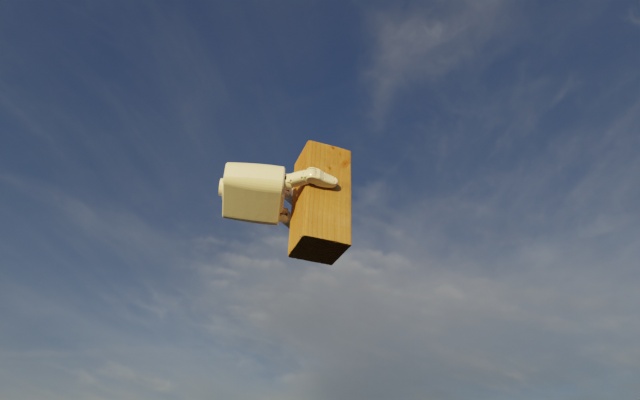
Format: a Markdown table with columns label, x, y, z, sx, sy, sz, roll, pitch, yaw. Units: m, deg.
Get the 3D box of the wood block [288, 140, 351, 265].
| label | x | y | z | sx | sy | sz | roll | pitch | yaw |
| --- | --- | --- | --- | --- | --- | --- | --- | --- | --- |
| wood block | 0.000 | 0.003 | 0.887 | 0.090 | 0.206 | 0.091 | 13 | -34 | -17 |
